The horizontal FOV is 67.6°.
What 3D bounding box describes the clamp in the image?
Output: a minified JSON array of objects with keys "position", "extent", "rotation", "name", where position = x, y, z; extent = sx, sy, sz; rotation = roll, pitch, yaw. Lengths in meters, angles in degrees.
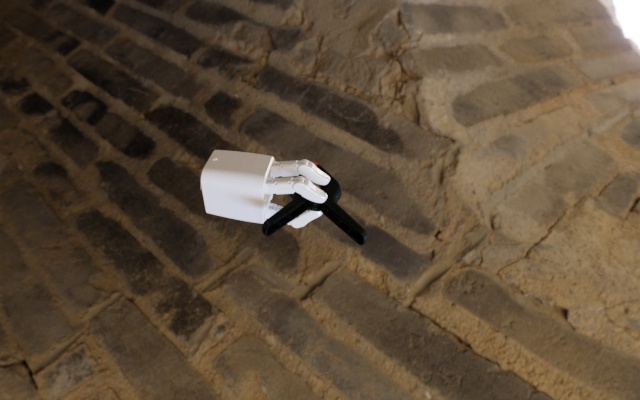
[{"position":[0.000,0.003,0.812],"extent":[0.164,0.036,0.209],"rotation":[11,35,0],"name":"clamp"}]
